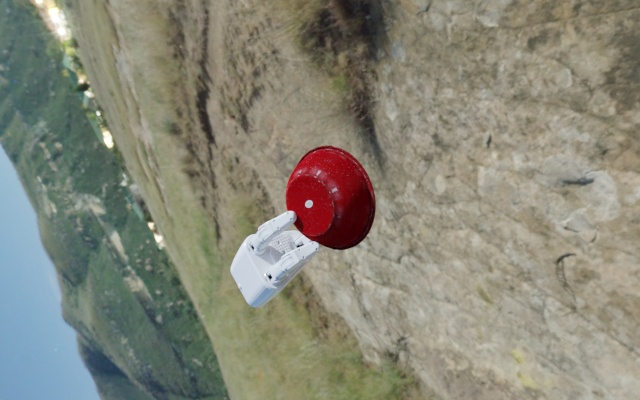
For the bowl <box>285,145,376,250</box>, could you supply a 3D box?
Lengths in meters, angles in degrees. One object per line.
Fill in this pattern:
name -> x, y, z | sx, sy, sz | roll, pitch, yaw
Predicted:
bowl -> 0.000, 0.001, 0.706 | 0.162, 0.162, 0.055 | 0, 11, 40
